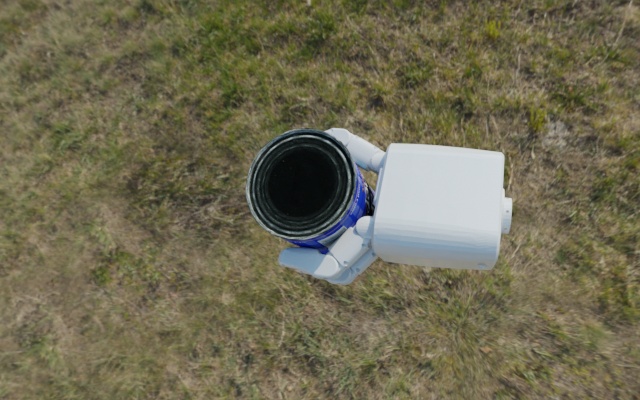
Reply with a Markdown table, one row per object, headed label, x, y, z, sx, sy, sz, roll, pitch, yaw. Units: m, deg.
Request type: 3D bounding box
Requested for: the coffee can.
| label | x | y | z | sx | sy | sz | roll | pitch | yaw |
| --- | --- | --- | --- | --- | --- | --- | --- | --- | --- |
| coffee can | 0.000 | 0.002 | 0.481 | 0.103 | 0.102 | 0.140 | 0 | -14 | 16 |
